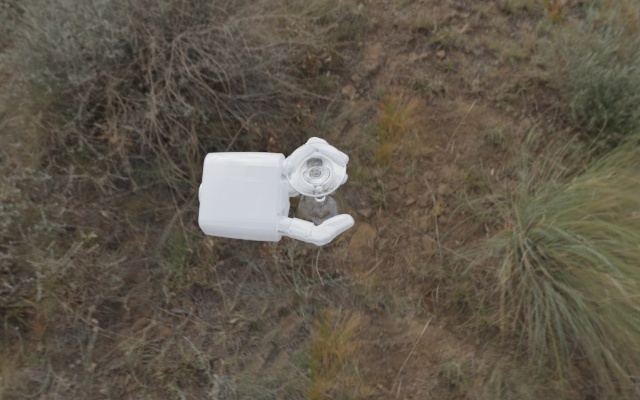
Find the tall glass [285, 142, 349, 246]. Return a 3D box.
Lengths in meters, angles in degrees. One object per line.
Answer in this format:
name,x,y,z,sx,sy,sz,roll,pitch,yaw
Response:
tall glass,0.000,0.002,0.669,0.079,0.079,0.201,0,-24,4
